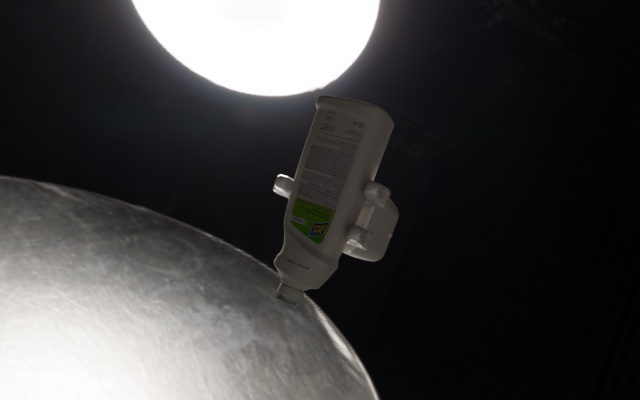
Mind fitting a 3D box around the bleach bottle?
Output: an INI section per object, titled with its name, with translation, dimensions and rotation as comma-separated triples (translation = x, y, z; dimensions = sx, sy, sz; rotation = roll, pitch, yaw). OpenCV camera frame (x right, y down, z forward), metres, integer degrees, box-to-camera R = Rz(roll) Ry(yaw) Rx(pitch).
[bleach bottle]
translation = 0.000, 0.002, 0.581
dimensions = 0.102, 0.251, 0.068
rotation = 19, -7, 32
